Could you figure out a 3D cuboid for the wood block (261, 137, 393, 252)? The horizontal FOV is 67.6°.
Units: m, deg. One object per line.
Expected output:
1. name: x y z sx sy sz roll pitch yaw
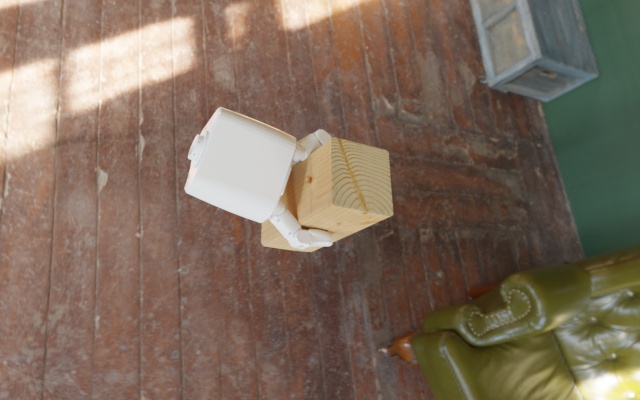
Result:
1. wood block: 0.000 0.002 0.663 0.090 0.090 0.206 10 -23 -28
